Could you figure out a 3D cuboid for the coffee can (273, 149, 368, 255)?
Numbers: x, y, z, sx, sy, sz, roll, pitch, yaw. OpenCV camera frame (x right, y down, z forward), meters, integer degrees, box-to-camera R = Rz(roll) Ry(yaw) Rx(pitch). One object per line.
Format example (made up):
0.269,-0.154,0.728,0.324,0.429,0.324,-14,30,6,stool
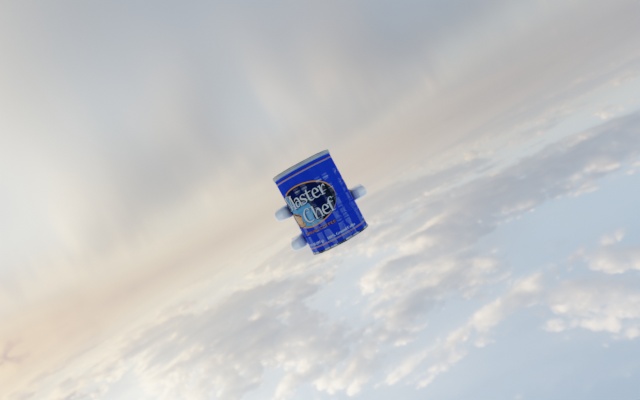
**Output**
0.000,0.002,0.774,0.103,0.140,0.103,-28,2,1,coffee can
